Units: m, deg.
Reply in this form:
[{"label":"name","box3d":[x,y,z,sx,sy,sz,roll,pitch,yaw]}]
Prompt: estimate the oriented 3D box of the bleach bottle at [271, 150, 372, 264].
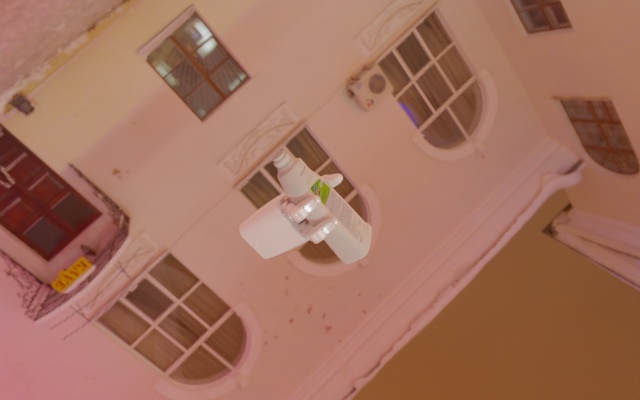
[{"label":"bleach bottle","box3d":[0.000,0.003,0.899,0.068,0.251,0.102,-28,26,26]}]
